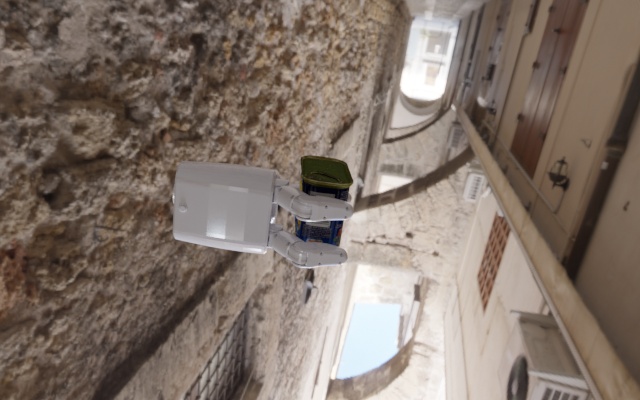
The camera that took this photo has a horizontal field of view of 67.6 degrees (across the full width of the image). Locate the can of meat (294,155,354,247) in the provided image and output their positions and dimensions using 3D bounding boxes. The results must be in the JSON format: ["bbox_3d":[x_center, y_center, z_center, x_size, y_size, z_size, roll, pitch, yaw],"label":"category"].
[{"bbox_3d":[0.000,0.002,0.560,0.057,0.084,0.102,7,20,-6],"label":"can of meat"}]
